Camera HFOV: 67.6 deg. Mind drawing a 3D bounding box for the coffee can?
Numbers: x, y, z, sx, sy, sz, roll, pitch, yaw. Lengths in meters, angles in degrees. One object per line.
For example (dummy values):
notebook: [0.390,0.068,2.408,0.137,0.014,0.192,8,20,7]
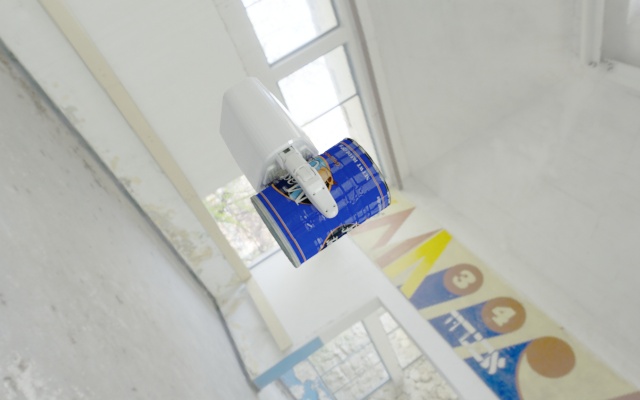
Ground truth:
coffee can: [0.000,0.002,0.586,0.140,0.103,0.103,-33,6,-10]
